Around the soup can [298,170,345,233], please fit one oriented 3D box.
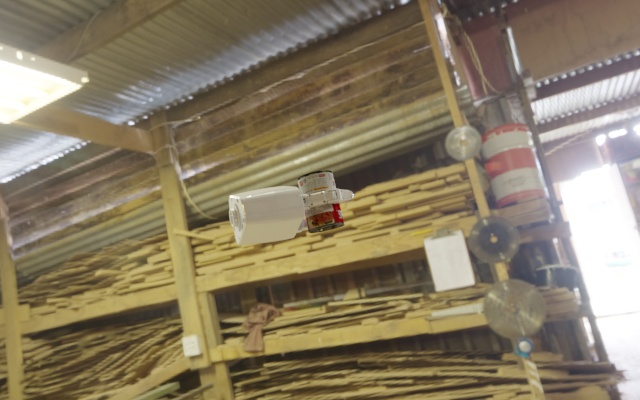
[{"bbox_3d":[0.001,0.002,0.872,0.068,0.102,0.068,-12,-10,-2],"label":"soup can"}]
